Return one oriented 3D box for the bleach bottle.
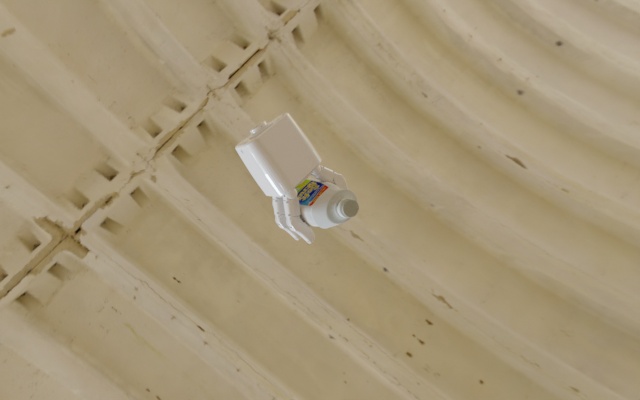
[{"bbox_3d":[0.000,0.003,0.852,0.102,0.068,0.251,-39,17,-19],"label":"bleach bottle"}]
